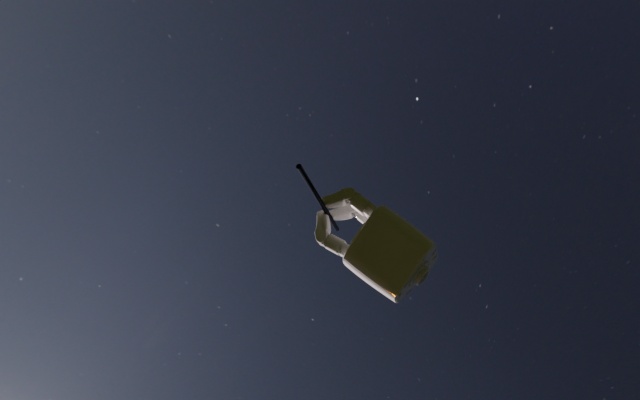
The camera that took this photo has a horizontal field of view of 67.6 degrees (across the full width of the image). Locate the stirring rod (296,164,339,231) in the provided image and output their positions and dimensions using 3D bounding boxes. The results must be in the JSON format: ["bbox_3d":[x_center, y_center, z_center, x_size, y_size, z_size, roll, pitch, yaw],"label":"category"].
[{"bbox_3d":[0.000,0.003,0.761,0.011,0.011,0.240,0,-24,16],"label":"stirring rod"}]
